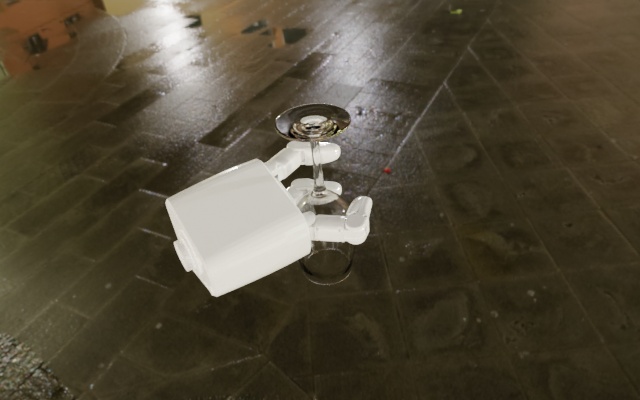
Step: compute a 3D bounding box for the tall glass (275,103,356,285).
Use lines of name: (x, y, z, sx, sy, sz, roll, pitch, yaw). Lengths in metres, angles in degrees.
tall glass: (0.000, 0.001, 0.521, 0.079, 0.201, 0.079, -4, 38, 3)
